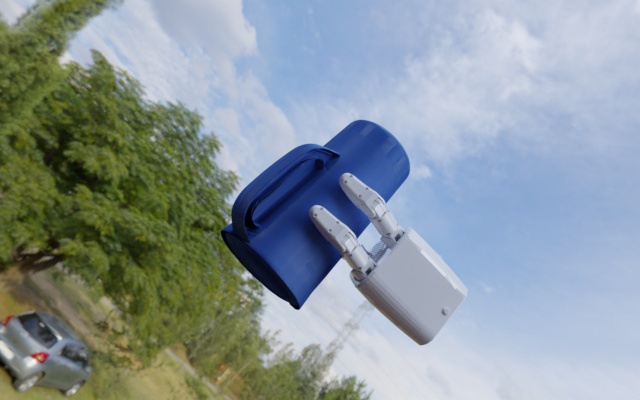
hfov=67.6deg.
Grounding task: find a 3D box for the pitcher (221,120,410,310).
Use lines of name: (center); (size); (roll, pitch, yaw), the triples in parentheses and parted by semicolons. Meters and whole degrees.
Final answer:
pitcher: (0.000, 0.002, 0.601); (0.242, 0.145, 0.149); (-45, 3, -20)
